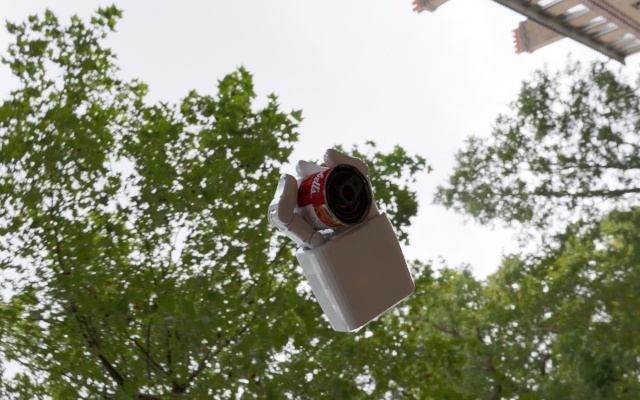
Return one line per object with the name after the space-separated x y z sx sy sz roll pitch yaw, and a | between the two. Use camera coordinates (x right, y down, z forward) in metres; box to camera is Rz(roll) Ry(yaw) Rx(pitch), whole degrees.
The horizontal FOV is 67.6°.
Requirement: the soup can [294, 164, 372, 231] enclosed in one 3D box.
0.000 0.001 0.553 0.068 0.068 0.102 0 -10 -39 | soup can
